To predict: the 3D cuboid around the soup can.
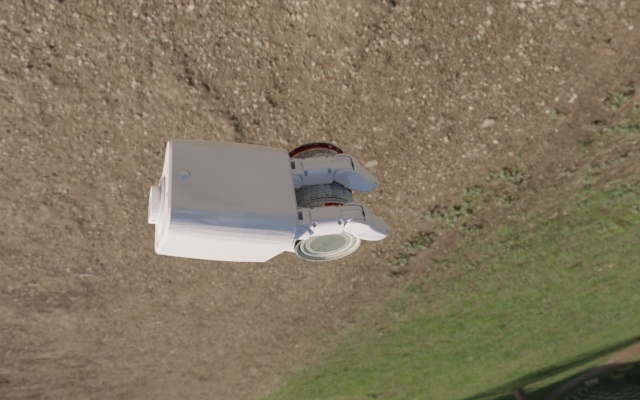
[{"bbox_3d":[0.001,0.002,0.484,0.068,0.102,0.068,-7,-32,-4],"label":"soup can"}]
